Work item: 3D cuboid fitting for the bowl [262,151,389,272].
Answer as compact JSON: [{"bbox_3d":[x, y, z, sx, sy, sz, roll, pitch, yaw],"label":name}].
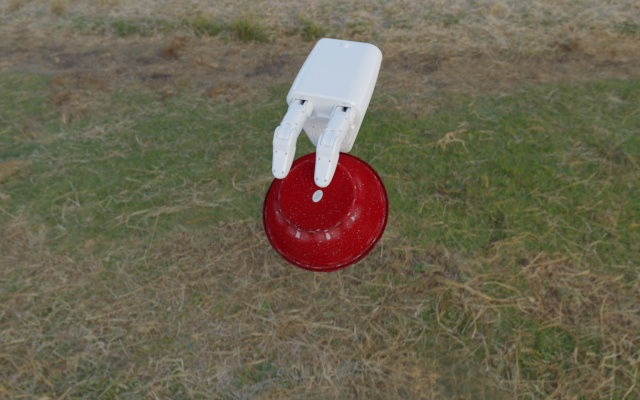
[{"bbox_3d":[0.000,0.003,0.574,0.162,0.162,0.055,0,-20,11],"label":"bowl"}]
